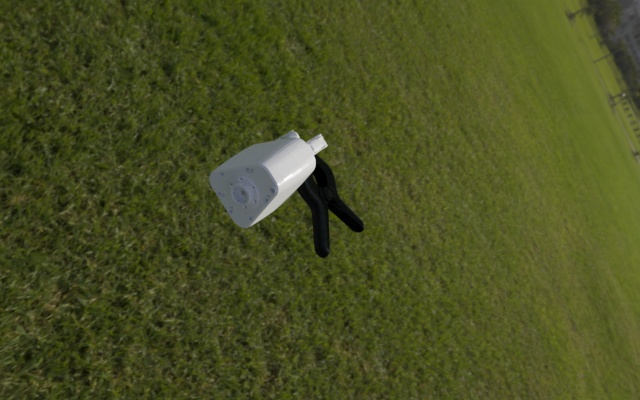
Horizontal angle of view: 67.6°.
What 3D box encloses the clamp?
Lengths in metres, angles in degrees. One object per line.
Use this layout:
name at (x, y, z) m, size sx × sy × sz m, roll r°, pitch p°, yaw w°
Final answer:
clamp at (0.001, 0.002, 0.746) m, size 0.039 × 0.171 × 0.120 m, roll -25°, pitch 11°, yaw 36°
